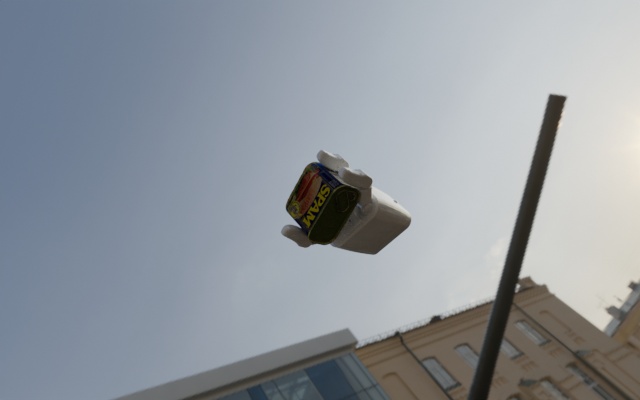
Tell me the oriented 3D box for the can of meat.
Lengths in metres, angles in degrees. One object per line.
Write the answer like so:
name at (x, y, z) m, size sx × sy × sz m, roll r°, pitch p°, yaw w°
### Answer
can of meat at (0.000, 0.002, 0.732) m, size 0.057 × 0.102 × 0.084 m, roll 16°, pitch 21°, yaw -43°
